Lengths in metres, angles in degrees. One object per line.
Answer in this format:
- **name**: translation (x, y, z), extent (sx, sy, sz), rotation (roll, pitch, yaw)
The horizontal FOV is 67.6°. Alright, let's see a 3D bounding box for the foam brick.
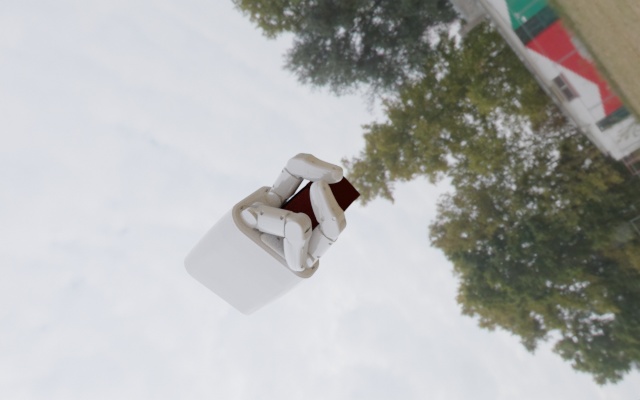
- **foam brick**: translation (0.000, 0.002, 0.543), extent (0.051, 0.053, 0.078), rotation (-42, 0, 31)
